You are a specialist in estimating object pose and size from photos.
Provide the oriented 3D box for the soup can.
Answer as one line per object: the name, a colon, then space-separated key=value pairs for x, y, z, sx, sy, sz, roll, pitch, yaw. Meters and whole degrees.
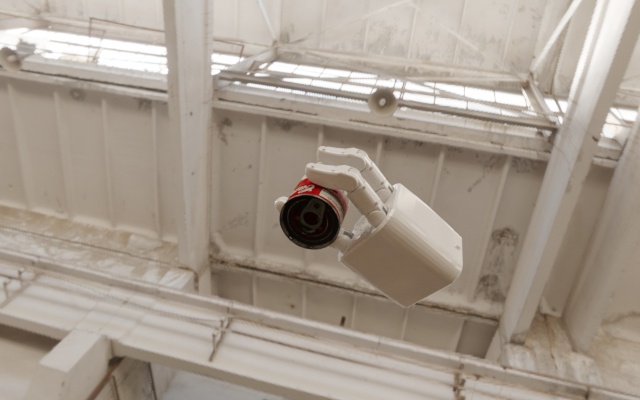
soup can: x=0.000 y=0.001 z=0.557 sx=0.068 sy=0.068 sz=0.102 roll=0 pitch=27 yaw=16
